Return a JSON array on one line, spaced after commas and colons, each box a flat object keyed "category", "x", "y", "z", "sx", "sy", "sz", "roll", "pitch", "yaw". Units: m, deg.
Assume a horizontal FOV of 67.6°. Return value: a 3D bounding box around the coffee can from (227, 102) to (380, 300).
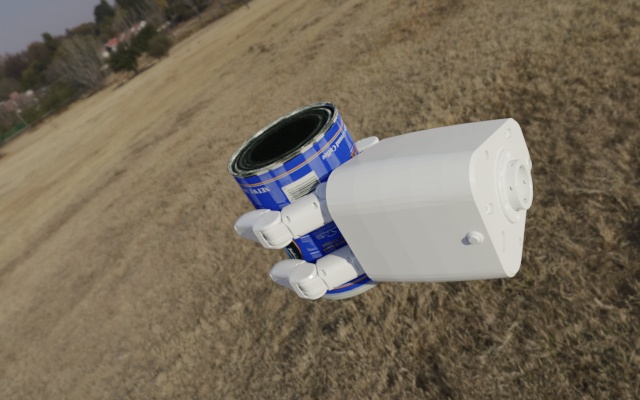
[{"category": "coffee can", "x": 0.000, "y": 0.001, "z": 0.418, "sx": 0.103, "sy": 0.140, "sz": 0.102, "roll": -25, "pitch": 27, "yaw": 14}]
